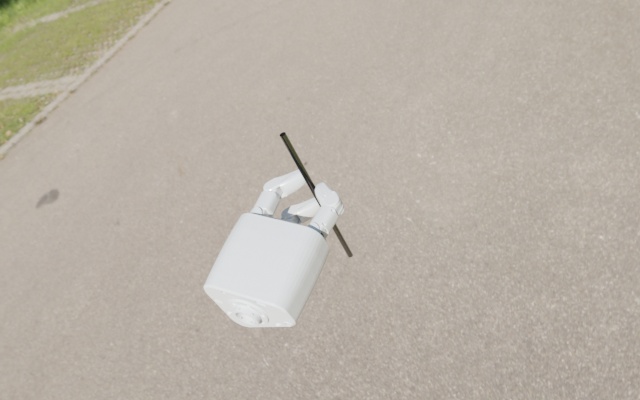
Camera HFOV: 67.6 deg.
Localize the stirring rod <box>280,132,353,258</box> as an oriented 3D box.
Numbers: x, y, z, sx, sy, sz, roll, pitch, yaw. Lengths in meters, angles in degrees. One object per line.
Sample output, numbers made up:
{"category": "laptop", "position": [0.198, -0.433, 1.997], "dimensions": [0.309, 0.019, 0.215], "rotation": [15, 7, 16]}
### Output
{"category": "stirring rod", "position": [0.000, 0.002, 0.644], "dimensions": [0.011, 0.011, 0.240], "rotation": [0, -42, 30]}
